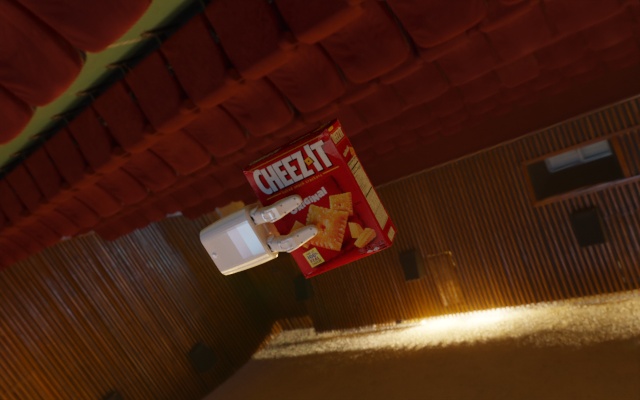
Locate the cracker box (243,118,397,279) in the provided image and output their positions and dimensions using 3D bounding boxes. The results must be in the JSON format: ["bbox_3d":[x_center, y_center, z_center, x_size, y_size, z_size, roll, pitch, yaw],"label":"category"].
[{"bbox_3d":[0.000,0.003,0.771,0.164,0.214,0.072,-23,14,24],"label":"cracker box"}]
